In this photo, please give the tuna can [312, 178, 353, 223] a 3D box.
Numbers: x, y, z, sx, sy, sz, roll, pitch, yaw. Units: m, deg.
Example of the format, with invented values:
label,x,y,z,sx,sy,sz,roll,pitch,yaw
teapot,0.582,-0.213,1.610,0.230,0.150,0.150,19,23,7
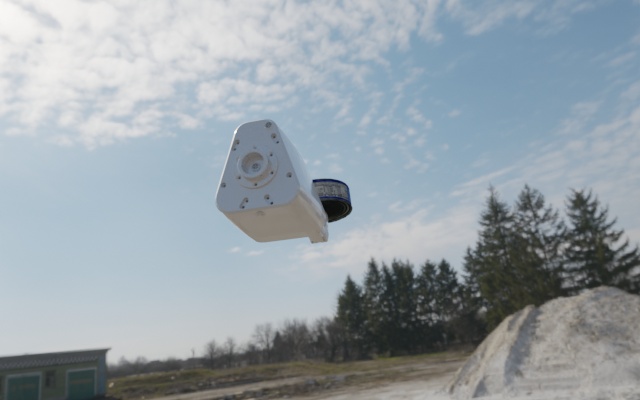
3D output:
label,x,y,z,sx,sy,sz,roll,pitch,yaw
tuna can,0.000,0.002,0.666,0.086,0.033,0.086,-5,-24,-2
